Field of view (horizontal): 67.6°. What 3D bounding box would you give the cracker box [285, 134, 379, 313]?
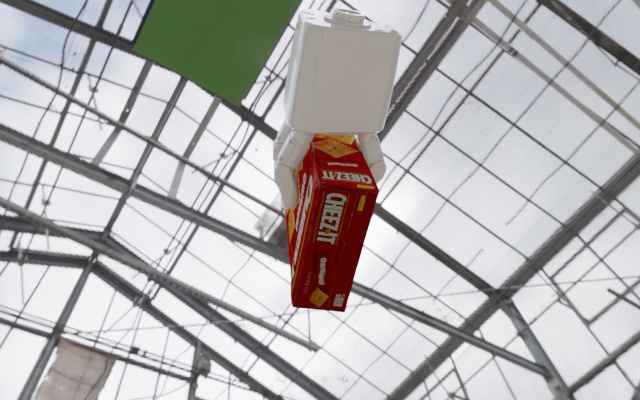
[{"bbox_3d":[0.000,0.002,0.588,0.072,0.164,0.213,6,30,-10],"label":"cracker box"}]
